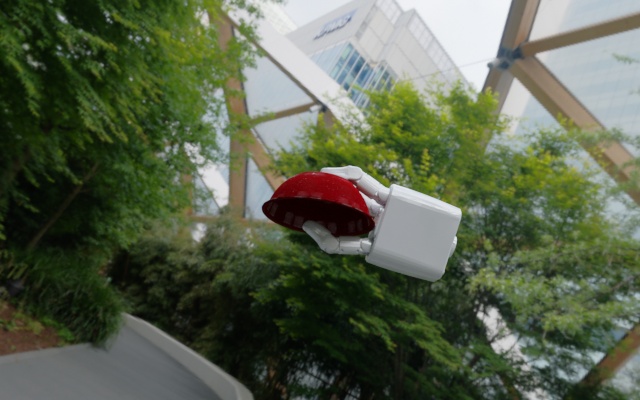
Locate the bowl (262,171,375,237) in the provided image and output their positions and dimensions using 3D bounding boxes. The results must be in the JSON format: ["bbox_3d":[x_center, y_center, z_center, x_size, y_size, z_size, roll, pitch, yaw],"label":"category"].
[{"bbox_3d":[-0.001,0.001,0.681,0.162,0.055,0.162,7,-20,3],"label":"bowl"}]
